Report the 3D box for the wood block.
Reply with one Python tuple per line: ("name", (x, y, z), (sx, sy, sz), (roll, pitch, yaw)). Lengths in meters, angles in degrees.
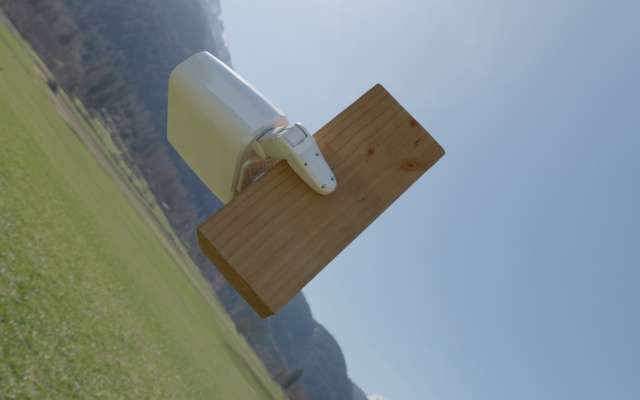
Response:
("wood block", (0.000, 0.001, 0.429), (0.206, 0.090, 0.091), (-41, -4, -20))
